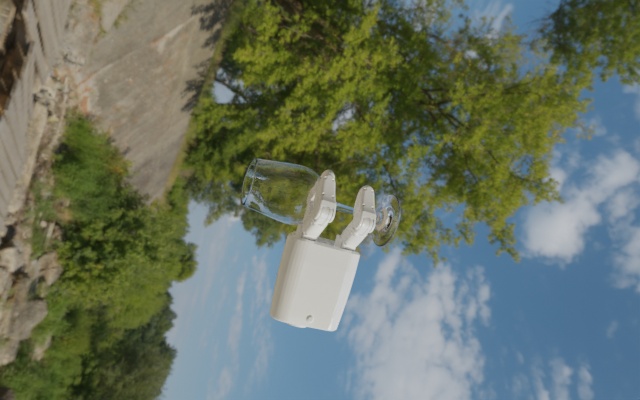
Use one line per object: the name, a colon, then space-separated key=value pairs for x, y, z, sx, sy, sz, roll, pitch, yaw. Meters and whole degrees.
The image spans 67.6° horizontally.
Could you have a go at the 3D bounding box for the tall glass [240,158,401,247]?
tall glass: x=0.001 y=0.002 z=0.627 sx=0.201 sy=0.079 sz=0.079 roll=16 pitch=-6 yaw=-19
